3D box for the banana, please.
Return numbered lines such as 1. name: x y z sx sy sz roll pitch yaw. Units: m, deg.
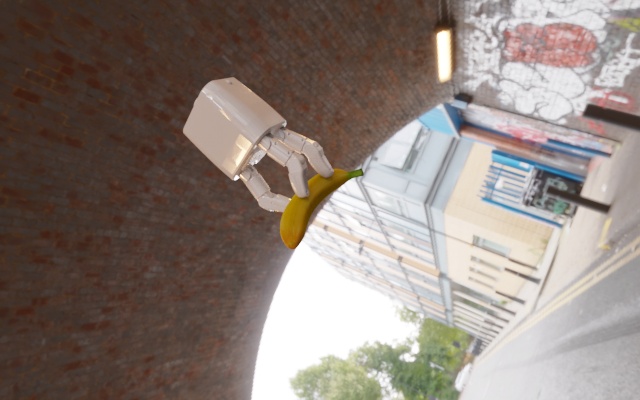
1. banana: -0.012 0.002 0.684 0.069 0.037 0.197 -8 29 41
